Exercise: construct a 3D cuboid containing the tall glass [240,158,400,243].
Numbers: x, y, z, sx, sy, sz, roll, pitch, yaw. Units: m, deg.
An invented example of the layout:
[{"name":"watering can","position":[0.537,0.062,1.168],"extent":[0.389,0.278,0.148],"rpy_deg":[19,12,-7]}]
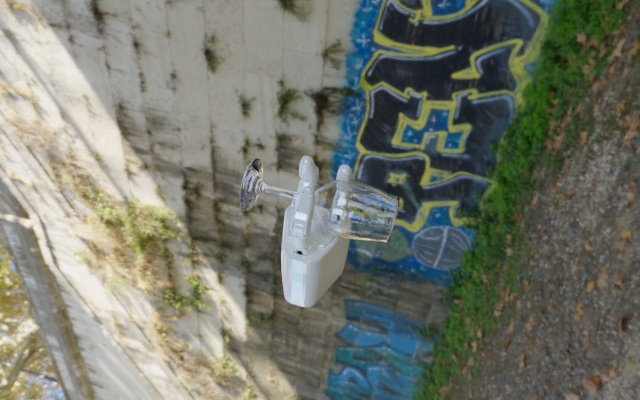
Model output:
[{"name":"tall glass","position":[-0.001,0.002,0.635],"extent":[0.201,0.079,0.079],"rpy_deg":[14,3,11]}]
